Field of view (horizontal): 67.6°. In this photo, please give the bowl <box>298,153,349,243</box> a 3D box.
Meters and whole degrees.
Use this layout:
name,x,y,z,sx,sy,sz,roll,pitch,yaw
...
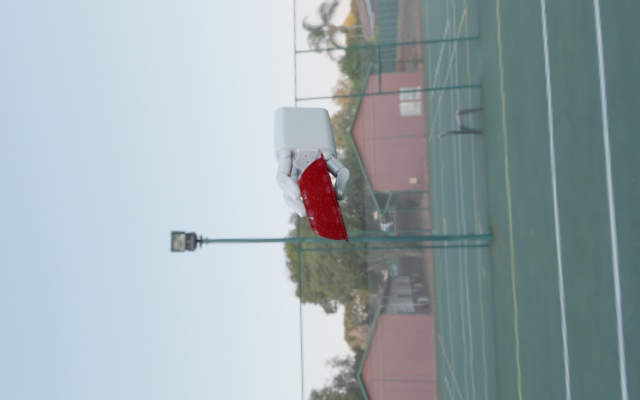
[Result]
name,x,y,z,sx,sy,sz,roll,pitch,yaw
bowl,0.000,0.004,0.817,0.055,0.162,0.162,-17,0,0
